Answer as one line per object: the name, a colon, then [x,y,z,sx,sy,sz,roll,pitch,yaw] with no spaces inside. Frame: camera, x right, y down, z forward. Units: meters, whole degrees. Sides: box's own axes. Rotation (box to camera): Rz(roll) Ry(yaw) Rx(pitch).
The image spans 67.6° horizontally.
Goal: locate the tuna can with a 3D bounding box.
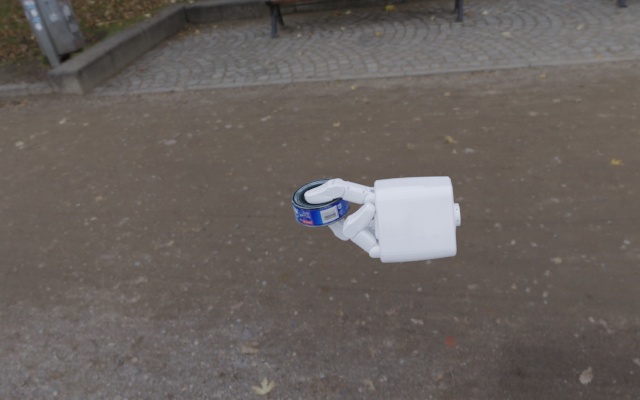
tuna can: [0.000,0.002,0.723,0.086,0.034,0.086,-10,31,6]
